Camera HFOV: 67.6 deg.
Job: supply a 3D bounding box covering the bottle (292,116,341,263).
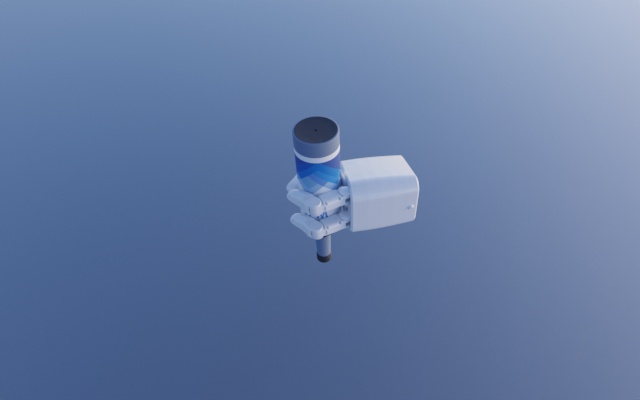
[{"bbox_3d":[0.000,0.002,0.775,0.069,0.069,0.296,0,-44,4],"label":"bottle"}]
